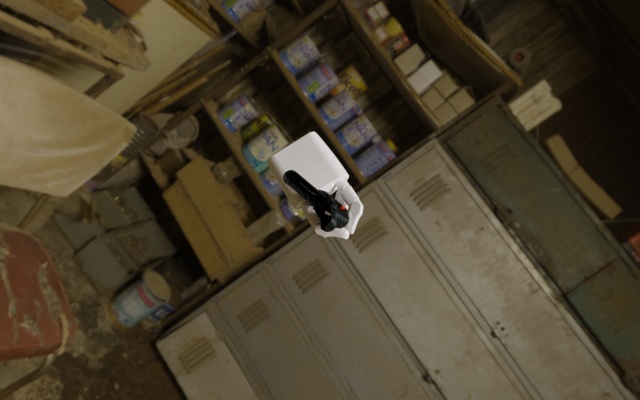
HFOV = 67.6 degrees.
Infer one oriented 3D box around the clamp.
[{"bbox_3d":[0.001,0.002,0.795,0.039,0.120,0.171,-36,-11,9],"label":"clamp"}]
